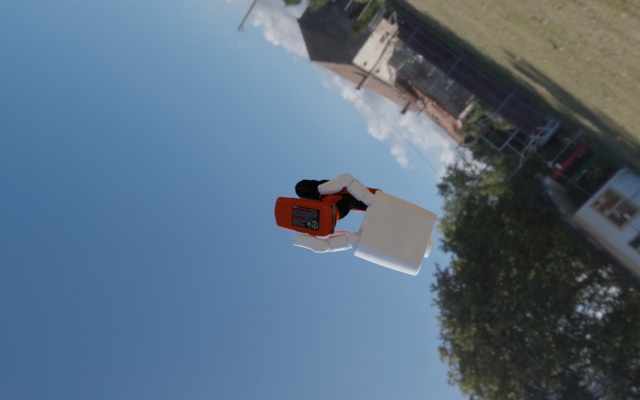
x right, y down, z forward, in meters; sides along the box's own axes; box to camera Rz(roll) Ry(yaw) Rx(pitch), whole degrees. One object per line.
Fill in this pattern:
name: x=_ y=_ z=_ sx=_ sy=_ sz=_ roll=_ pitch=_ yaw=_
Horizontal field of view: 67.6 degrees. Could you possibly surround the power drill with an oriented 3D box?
power drill: x=0.000 y=0.003 z=0.845 sx=0.184 sy=0.057 sz=0.187 roll=8 pitch=18 yaw=28
